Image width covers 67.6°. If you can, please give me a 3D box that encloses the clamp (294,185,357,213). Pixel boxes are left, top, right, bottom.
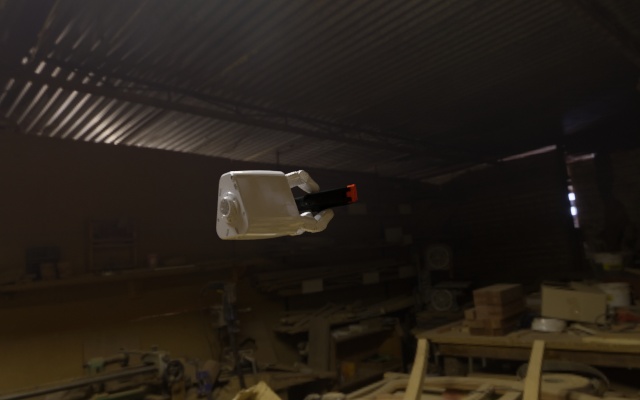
[{"bbox_3d":[0.000,0.002,0.892,0.210,0.036,0.164,-13,-7,44],"label":"clamp"}]
